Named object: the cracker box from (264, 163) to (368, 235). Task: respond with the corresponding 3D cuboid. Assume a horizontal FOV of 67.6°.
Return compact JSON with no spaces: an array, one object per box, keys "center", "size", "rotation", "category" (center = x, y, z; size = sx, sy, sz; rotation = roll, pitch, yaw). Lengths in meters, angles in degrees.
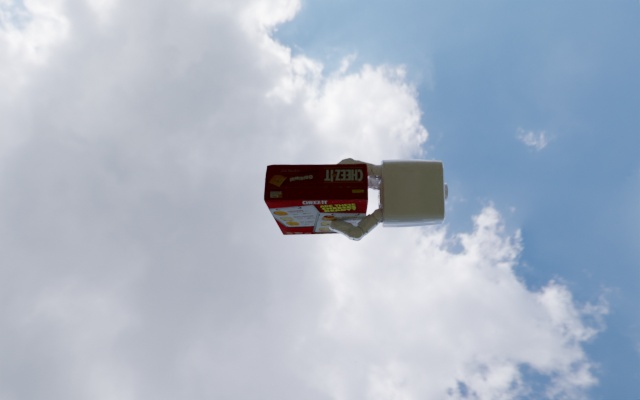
[{"center":[0.000,0.003,0.844],"size":[0.164,0.072,0.214],"rotation":[-1,-19,4],"category":"cracker box"}]
